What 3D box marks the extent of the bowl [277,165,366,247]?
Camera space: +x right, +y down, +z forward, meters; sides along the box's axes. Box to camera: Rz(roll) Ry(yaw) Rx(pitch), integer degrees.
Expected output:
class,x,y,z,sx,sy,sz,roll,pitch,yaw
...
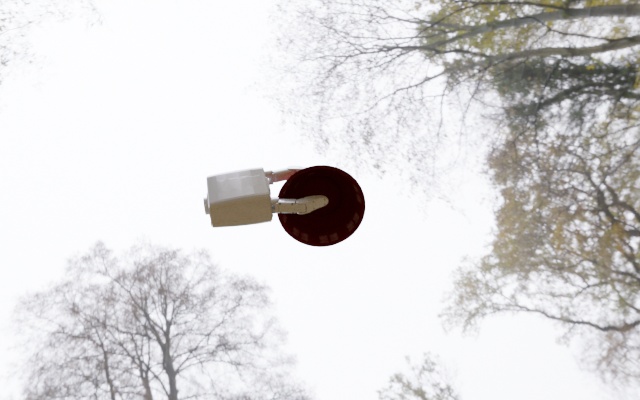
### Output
class,x,y,z,sx,sy,sz,roll,pitch,yaw
bowl,0.001,0.003,0.879,0.162,0.162,0.055,0,23,-2
